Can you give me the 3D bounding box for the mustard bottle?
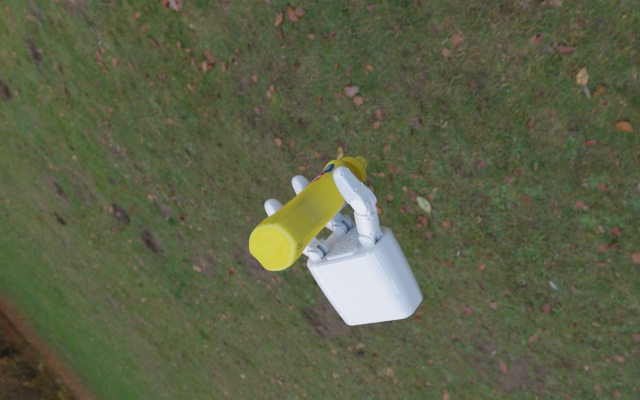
[{"bbox_3d":[0.000,0.002,0.583,0.191,0.058,0.096,-43,-2,-36],"label":"mustard bottle"}]
